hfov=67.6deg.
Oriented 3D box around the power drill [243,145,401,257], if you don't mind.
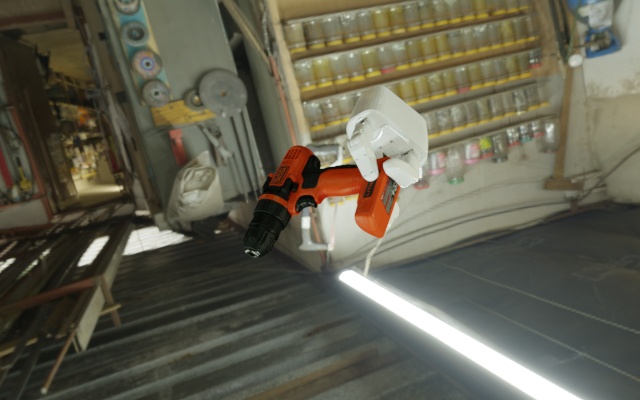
[{"bbox_3d":[0.001,0.002,0.634,0.187,0.184,0.057,5,-34,30],"label":"power drill"}]
